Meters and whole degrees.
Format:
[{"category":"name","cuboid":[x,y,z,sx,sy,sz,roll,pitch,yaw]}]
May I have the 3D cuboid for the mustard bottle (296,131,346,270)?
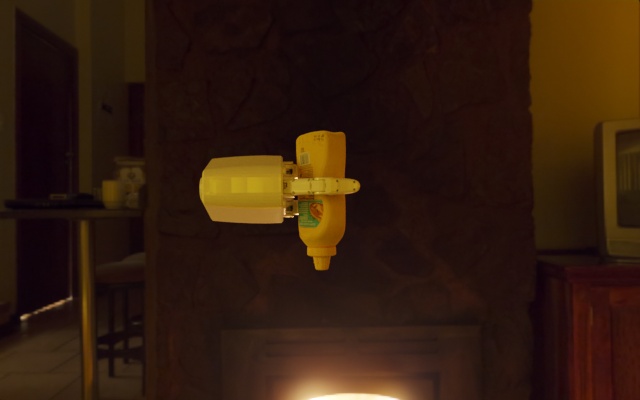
[{"category":"mustard bottle","cuboid":[0.000,0.002,0.678,0.058,0.191,0.096,0,-1,-29]}]
